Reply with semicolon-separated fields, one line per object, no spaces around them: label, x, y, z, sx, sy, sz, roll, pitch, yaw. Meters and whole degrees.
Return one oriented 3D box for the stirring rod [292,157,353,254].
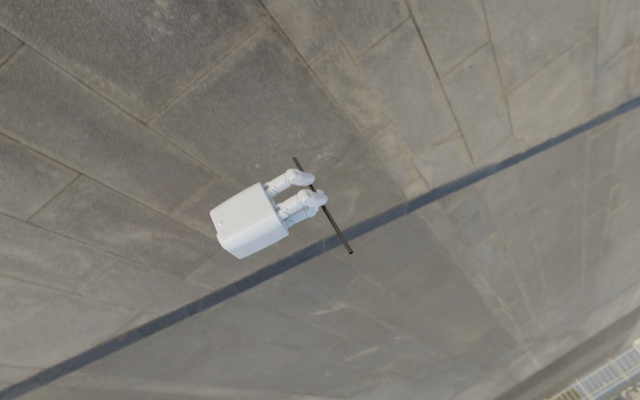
stirring rod;0.000;0.003;0.866;0.011;0.239;0.011;-20;-36;-15
